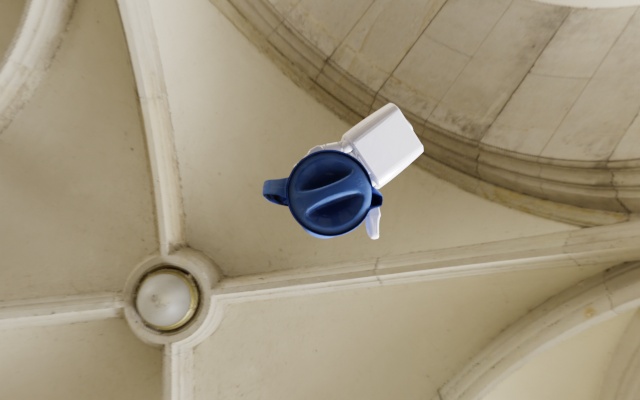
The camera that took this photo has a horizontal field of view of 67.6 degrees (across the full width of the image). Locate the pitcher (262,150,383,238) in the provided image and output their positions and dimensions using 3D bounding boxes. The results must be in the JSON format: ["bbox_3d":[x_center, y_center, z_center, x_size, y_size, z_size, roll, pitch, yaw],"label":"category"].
[{"bbox_3d":[0.000,0.003,0.831,0.145,0.149,0.243,-39,-5,-7],"label":"pitcher"}]
